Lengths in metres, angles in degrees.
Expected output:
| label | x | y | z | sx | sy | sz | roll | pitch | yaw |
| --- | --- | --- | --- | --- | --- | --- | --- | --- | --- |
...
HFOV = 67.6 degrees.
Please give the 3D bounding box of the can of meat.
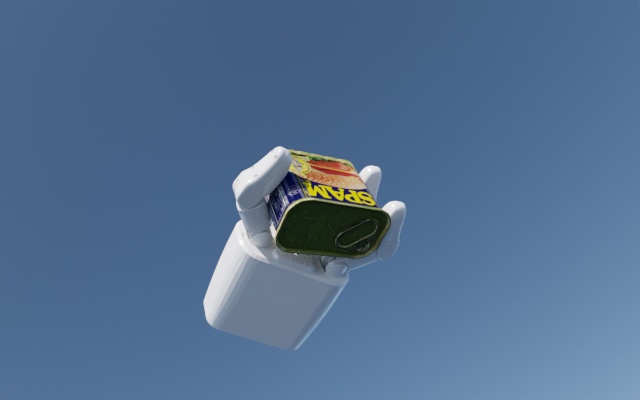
| label | x | y | z | sx | sy | sz | roll | pitch | yaw |
| --- | --- | --- | --- | --- | --- | --- | --- | --- | --- |
| can of meat | 0.000 | 0.001 | 0.433 | 0.102 | 0.057 | 0.084 | 9 | 33 | -28 |
